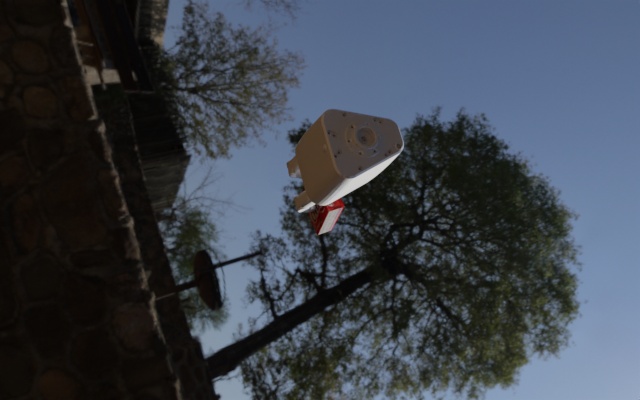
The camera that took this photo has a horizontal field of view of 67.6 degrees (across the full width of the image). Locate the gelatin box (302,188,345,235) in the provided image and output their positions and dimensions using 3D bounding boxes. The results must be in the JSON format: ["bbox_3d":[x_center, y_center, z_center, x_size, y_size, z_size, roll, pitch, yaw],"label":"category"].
[{"bbox_3d":[0.000,0.002,0.753,0.030,0.073,0.089,-17,-23,-21],"label":"gelatin box"}]
